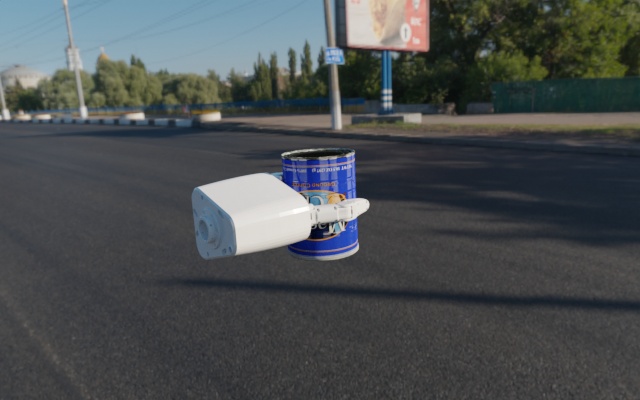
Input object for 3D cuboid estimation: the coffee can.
[{"bbox_3d":[0.000,0.002,0.672,0.103,0.140,0.102,-3,13,1],"label":"coffee can"}]
